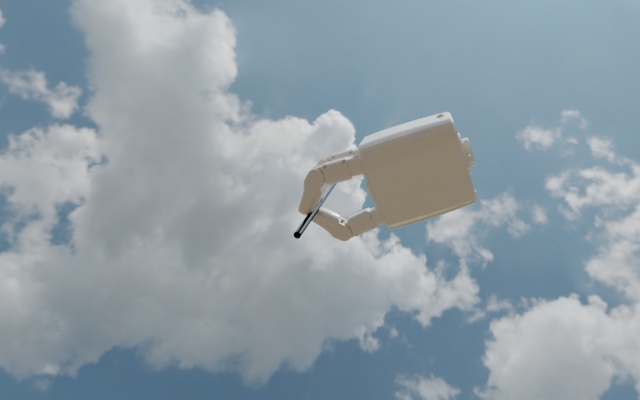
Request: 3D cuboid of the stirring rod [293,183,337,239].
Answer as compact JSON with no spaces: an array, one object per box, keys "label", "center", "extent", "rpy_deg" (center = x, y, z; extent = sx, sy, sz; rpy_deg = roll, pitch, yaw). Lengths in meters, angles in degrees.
[{"label":"stirring rod","center":[0.000,0.002,0.607],"extent":[0.011,0.011,0.239],"rpy_deg":[0,16,12]}]
